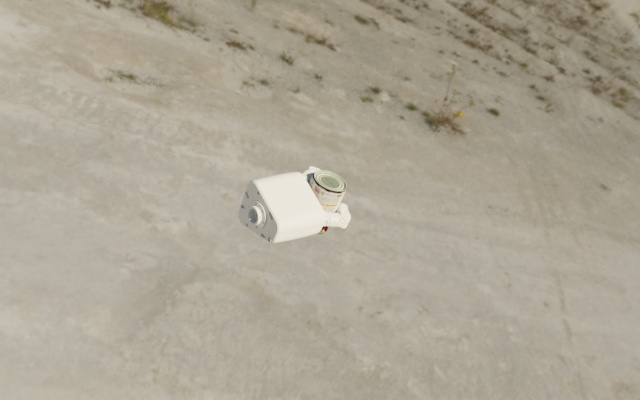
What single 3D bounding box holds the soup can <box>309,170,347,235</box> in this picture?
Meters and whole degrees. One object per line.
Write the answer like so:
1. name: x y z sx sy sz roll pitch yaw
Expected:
1. soup can: 0.001 0.003 0.885 0.068 0.102 0.068 17 33 -11
